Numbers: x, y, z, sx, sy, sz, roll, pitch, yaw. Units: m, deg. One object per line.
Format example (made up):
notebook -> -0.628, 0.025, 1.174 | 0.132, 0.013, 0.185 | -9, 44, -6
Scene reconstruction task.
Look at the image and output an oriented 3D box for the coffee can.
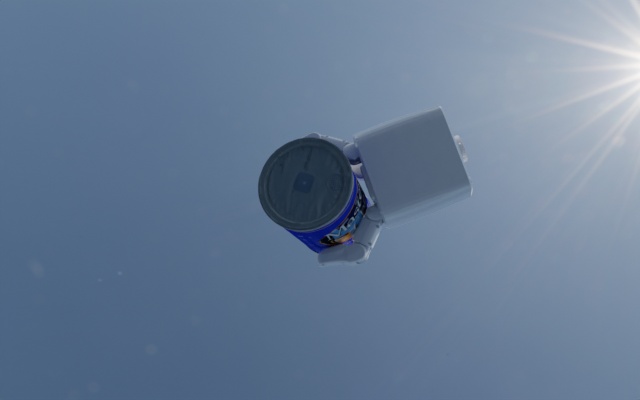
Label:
coffee can -> 0.000, 0.002, 0.558 | 0.103, 0.102, 0.140 | 0, -17, 15
